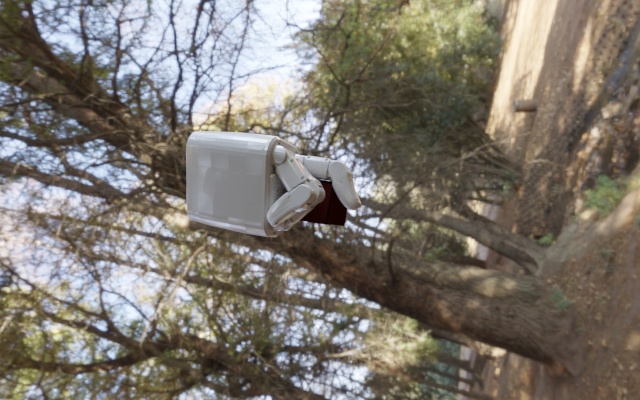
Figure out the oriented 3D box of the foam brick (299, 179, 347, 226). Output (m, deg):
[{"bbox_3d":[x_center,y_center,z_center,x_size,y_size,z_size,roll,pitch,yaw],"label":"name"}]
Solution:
[{"bbox_3d":[0.000,0.002,0.591,0.051,0.053,0.078,8,-2,18],"label":"foam brick"}]
